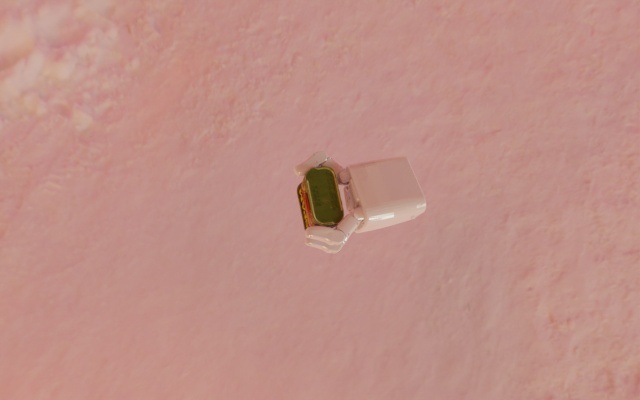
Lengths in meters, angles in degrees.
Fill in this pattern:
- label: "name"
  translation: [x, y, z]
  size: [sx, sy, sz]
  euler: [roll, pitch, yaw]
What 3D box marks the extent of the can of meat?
- label: "can of meat"
  translation: [0.000, 0.002, 0.782]
  size: [0.057, 0.102, 0.084]
  euler: [-9, -13, -12]
